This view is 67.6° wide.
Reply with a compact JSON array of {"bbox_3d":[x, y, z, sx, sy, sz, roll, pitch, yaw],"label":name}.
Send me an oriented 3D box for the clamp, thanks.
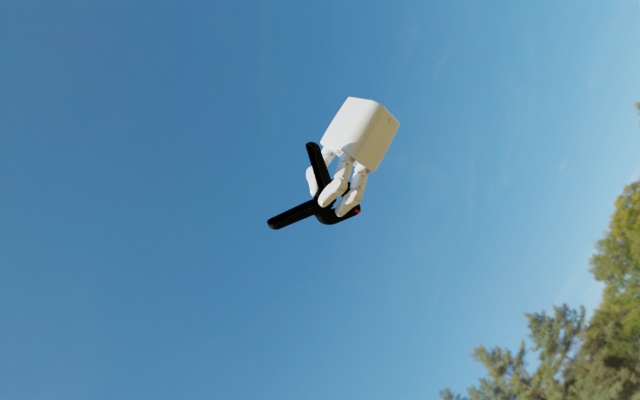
[{"bbox_3d":[0.000,0.003,0.880,0.036,0.164,0.210,34,2,40],"label":"clamp"}]
